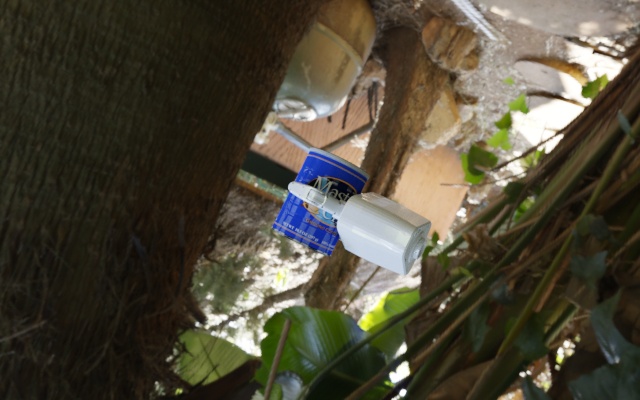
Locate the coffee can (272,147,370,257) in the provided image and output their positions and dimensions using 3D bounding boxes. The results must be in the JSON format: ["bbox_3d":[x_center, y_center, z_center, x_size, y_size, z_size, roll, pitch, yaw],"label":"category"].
[{"bbox_3d":[0.000,0.002,0.741,0.103,0.140,0.103,26,-2,1],"label":"coffee can"}]
